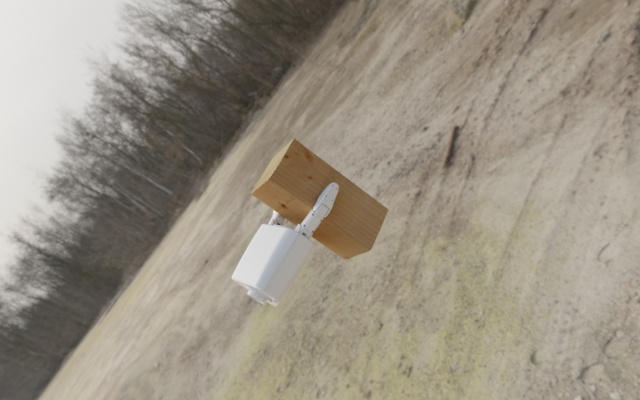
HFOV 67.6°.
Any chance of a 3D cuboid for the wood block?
[{"bbox_3d":[0.000,0.003,0.815,0.206,0.090,0.091,36,-30,-15],"label":"wood block"}]
